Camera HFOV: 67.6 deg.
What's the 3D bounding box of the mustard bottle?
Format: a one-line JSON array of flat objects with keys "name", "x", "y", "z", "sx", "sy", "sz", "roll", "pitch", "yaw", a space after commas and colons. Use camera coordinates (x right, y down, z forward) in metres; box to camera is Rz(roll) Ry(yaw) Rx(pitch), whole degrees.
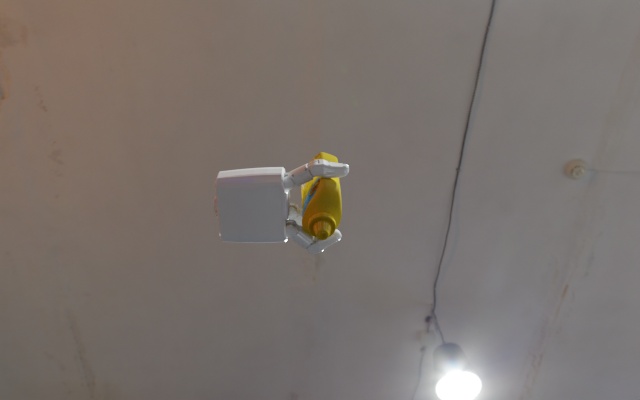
[{"name": "mustard bottle", "x": 0.000, "y": 0.002, "z": 0.767, "sx": 0.058, "sy": 0.096, "sz": 0.191, "roll": 19, "pitch": 27, "yaw": -12}]
